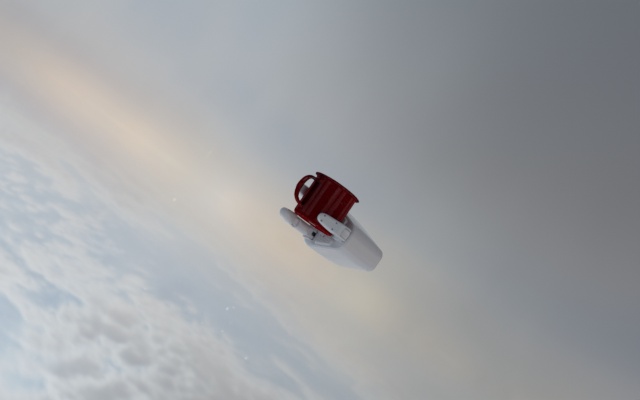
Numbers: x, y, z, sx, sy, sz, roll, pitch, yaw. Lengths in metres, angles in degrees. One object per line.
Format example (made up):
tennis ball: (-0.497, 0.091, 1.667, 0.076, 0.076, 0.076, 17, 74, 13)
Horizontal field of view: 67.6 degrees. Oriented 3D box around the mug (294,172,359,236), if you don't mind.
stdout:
mug: (-0.001, 0.002, 0.833, 0.117, 0.081, 0.093, 40, -8, -38)
